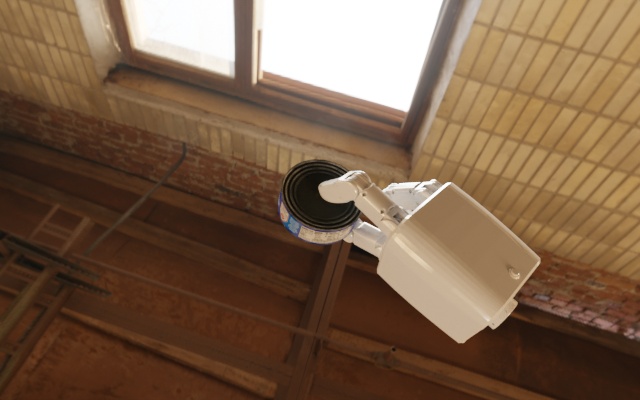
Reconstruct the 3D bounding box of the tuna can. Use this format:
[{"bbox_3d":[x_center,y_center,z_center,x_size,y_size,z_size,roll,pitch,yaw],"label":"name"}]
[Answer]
[{"bbox_3d":[0.000,0.002,0.487,0.086,0.086,0.034,0,-33,-14],"label":"tuna can"}]
